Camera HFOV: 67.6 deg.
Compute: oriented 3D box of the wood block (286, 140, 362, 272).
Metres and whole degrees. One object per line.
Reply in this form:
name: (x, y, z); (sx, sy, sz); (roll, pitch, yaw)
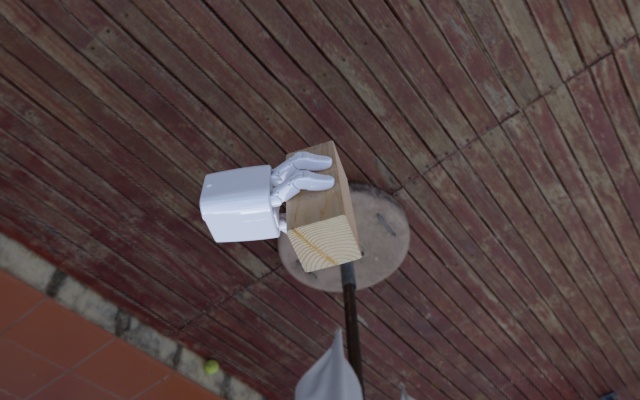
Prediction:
wood block: (0.000, 0.003, 0.764); (0.090, 0.091, 0.206); (-16, 36, 8)
